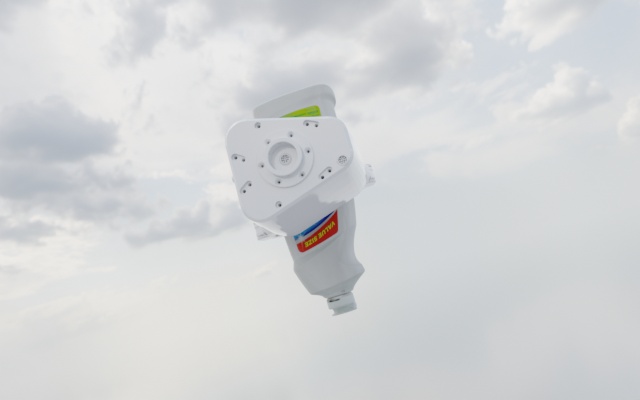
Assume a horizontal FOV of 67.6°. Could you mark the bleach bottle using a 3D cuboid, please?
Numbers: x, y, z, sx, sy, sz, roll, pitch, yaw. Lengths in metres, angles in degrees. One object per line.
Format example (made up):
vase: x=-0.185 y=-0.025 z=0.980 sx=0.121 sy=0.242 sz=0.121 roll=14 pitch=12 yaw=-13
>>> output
bleach bottle: x=0.000 y=0.002 z=0.544 sx=0.102 sy=0.250 sz=0.068 roll=-18 pitch=-11 yaw=7
